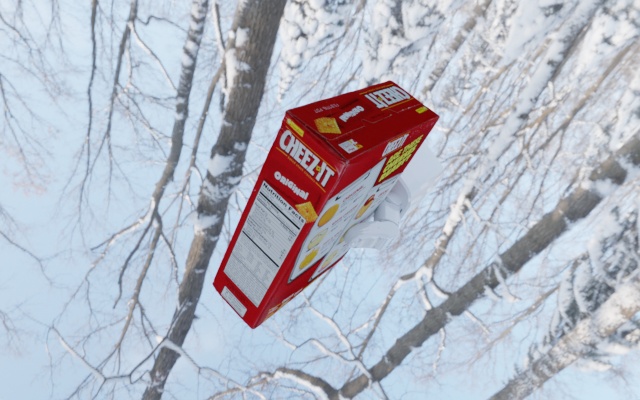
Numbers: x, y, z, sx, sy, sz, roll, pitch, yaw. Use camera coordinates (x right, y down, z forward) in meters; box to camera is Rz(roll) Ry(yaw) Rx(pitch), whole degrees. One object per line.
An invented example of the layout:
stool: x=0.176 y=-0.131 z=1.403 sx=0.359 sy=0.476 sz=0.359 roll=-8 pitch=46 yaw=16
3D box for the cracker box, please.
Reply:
cracker box: x=0.000 y=0.002 z=0.452 sx=0.072 sy=0.214 sz=0.164 roll=41 pitch=39 yaw=16
